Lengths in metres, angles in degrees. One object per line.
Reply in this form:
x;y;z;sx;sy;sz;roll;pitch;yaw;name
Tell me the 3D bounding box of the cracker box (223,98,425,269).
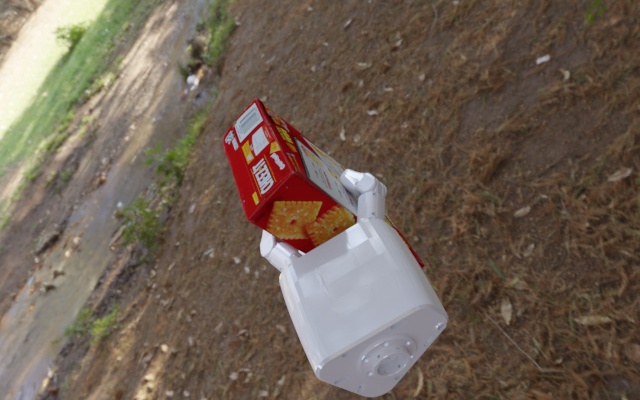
0.000;0.002;0.534;0.214;0.072;0.164;36;16;-37;cracker box
